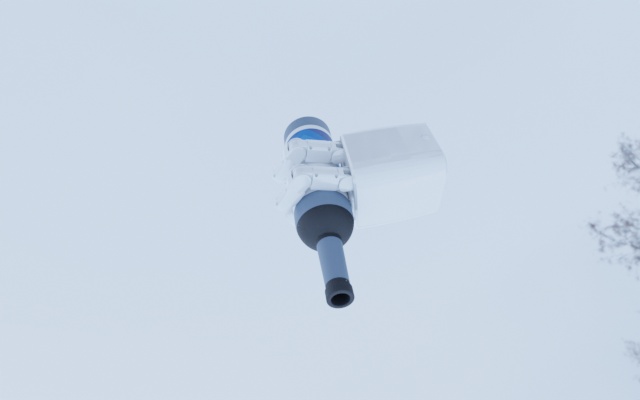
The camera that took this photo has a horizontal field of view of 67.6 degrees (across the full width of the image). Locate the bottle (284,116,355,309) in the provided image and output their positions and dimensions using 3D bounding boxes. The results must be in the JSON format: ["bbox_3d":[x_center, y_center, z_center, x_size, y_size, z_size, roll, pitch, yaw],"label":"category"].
[{"bbox_3d":[0.000,0.002,0.564,0.069,0.069,0.295,0,39,-10],"label":"bottle"}]
